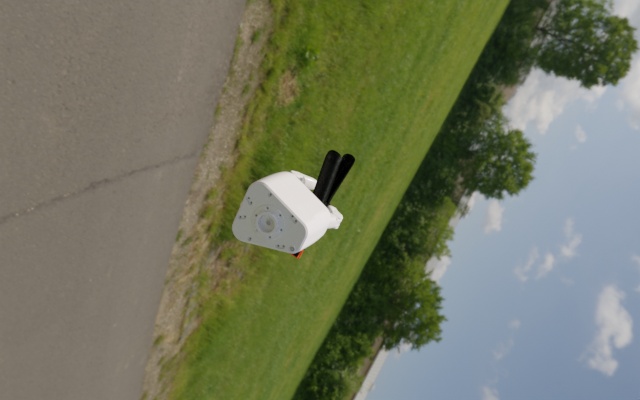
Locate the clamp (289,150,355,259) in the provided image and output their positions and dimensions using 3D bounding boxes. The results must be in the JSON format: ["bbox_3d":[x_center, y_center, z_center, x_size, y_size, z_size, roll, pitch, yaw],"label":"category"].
[{"bbox_3d":[0.001,0.004,0.837,0.036,0.210,0.164,29,16,11],"label":"clamp"}]
